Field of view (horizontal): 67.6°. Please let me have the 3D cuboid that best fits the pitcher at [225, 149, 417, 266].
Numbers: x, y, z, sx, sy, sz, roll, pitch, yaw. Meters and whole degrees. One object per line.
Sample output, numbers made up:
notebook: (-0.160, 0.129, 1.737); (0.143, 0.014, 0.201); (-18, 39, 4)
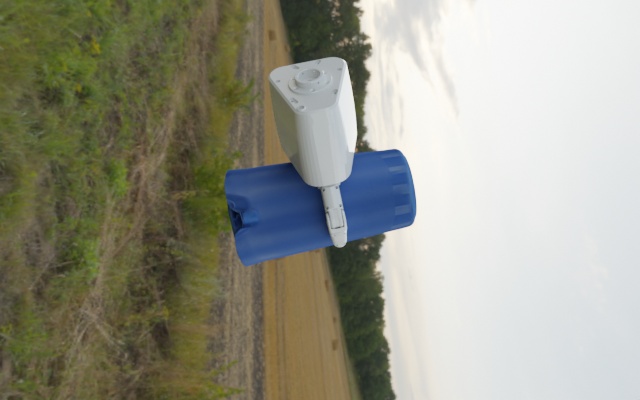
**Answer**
pitcher: (0.000, 0.002, 0.659); (0.243, 0.149, 0.145); (-10, -45, 1)
